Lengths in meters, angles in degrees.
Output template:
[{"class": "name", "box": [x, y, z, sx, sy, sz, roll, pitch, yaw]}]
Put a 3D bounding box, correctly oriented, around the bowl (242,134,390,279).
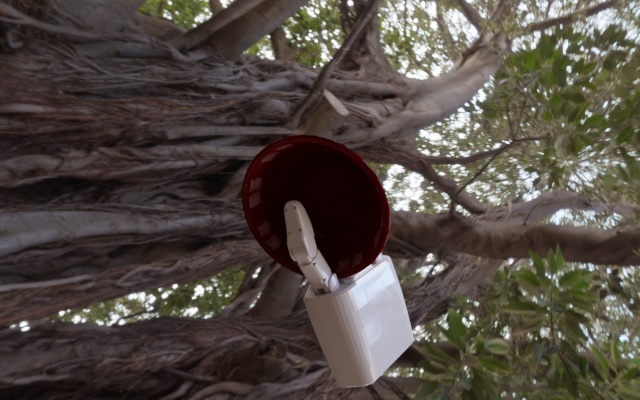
[{"class": "bowl", "box": [0.000, 0.000, 0.507, 0.162, 0.162, 0.055, 0, 23, 22]}]
